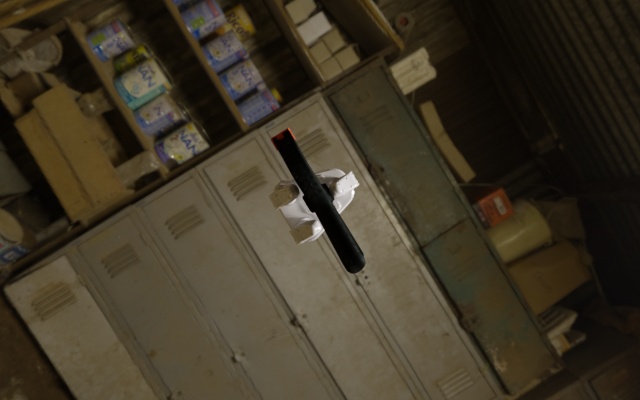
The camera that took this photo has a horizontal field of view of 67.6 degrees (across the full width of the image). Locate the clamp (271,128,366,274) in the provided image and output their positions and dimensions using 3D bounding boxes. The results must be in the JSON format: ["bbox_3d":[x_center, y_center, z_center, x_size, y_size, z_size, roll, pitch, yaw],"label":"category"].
[{"bbox_3d":[0.001,0.001,0.609,0.036,0.210,0.164,-31,2,1],"label":"clamp"}]
